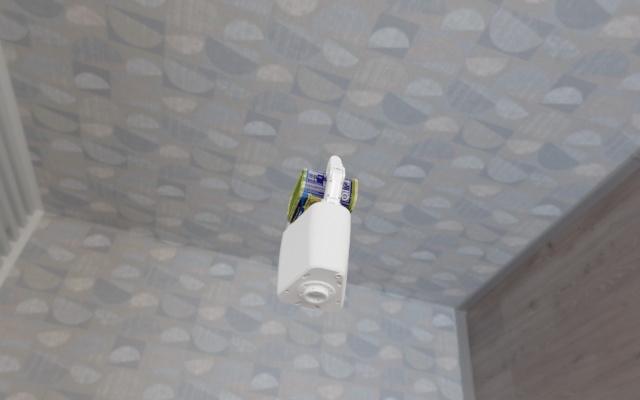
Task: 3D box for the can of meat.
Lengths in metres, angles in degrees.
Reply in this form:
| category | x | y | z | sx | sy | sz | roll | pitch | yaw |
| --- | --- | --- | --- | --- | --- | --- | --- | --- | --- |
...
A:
| category | x | y | z | sx | sy | sz | roll | pitch | yaw |
| --- | --- | --- | --- | --- | --- | --- | --- | --- | --- |
| can of meat | 0.000 | 0.002 | 0.731 | 0.084 | 0.057 | 0.102 | 14 | -39 | -10 |
